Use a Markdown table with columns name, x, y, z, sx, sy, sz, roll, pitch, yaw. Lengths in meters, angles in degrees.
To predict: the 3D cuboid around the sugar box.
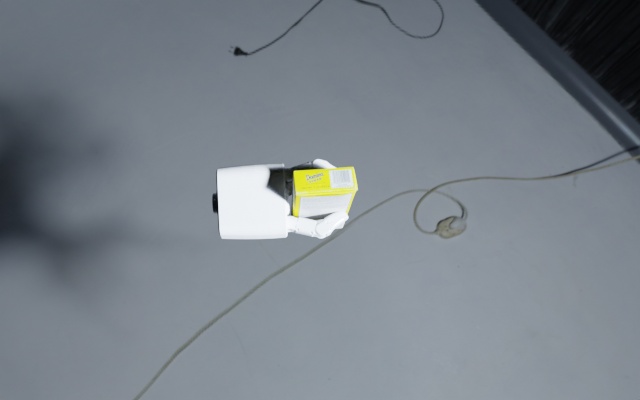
| name | x | y | z | sx | sy | sz | roll | pitch | yaw |
| --- | --- | --- | --- | --- | --- | --- | --- | --- | --- |
| sugar box | 0.000 | 0.002 | 0.775 | 0.093 | 0.048 | 0.176 | -4 | -19 | -7 |
